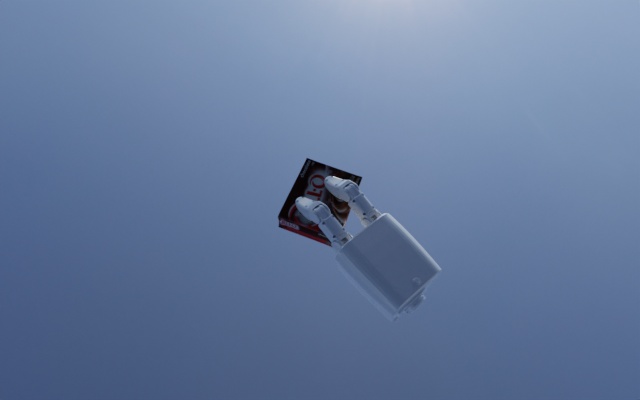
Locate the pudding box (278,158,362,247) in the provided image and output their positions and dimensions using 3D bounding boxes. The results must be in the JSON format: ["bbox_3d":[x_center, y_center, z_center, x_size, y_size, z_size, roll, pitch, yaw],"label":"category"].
[{"bbox_3d":[0.000,0.002,0.693,0.090,0.113,0.039,20,-32,7],"label":"pudding box"}]
